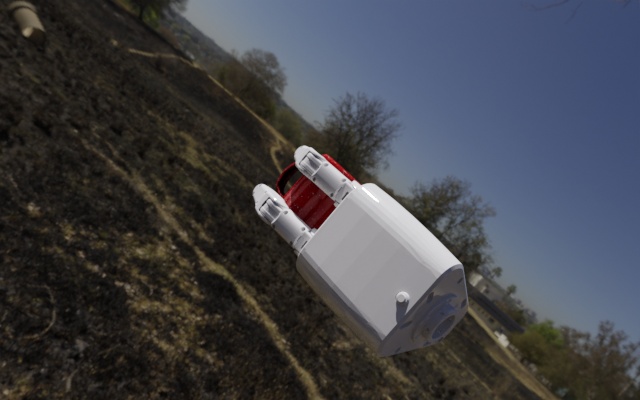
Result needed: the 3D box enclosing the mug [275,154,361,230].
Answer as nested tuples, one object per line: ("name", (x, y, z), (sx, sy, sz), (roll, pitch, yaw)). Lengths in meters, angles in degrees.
("mug", (-0.001, 0.001, 0.487), (0.117, 0.081, 0.093), (45, 5, 35))
